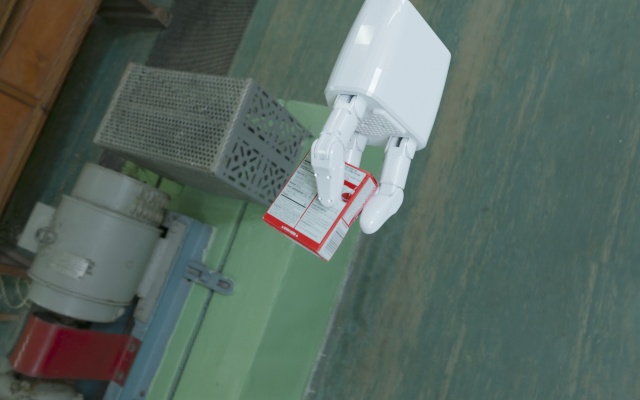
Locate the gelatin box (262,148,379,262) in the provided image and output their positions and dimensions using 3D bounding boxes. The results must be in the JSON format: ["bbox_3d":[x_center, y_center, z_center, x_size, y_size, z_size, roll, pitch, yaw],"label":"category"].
[{"bbox_3d":[0.000,0.002,0.449,0.073,0.089,0.030,28,-12,33],"label":"gelatin box"}]
